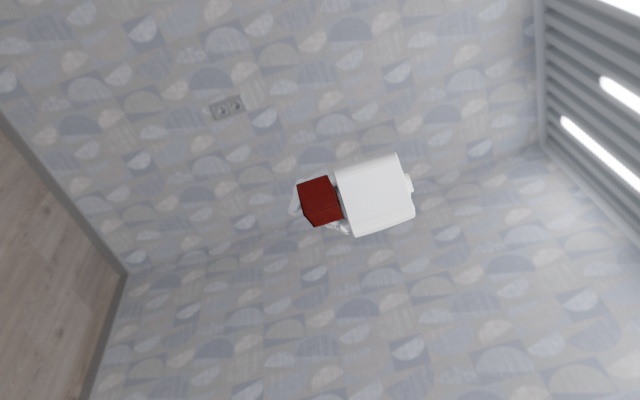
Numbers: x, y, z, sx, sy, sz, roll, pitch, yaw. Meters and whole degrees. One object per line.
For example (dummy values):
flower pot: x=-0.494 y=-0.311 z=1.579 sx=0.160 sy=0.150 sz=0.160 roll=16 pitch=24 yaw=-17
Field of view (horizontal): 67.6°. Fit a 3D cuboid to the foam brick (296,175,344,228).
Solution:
foam brick: x=0.000 y=0.002 z=0.731 sx=0.051 sy=0.053 sz=0.078 roll=-17 pitch=-19 yaw=6
